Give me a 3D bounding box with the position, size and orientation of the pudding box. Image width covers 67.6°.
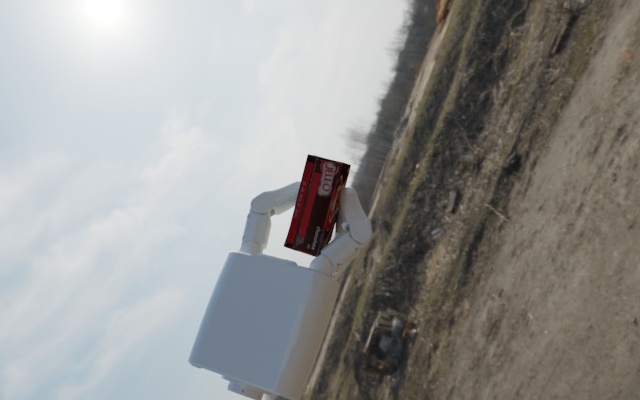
[{"bbox_3d":[0.000,0.002,0.482,0.039,0.090,0.113,16,6,4],"label":"pudding box"}]
